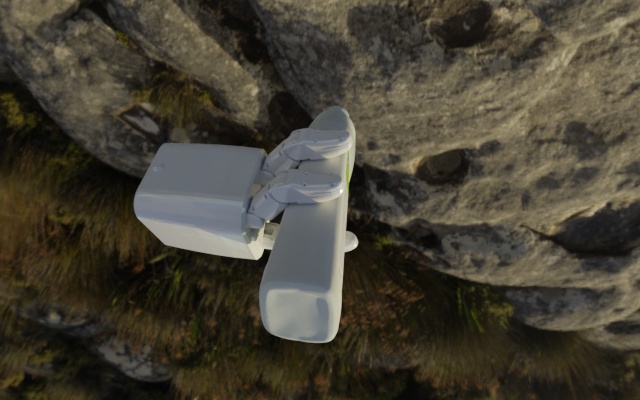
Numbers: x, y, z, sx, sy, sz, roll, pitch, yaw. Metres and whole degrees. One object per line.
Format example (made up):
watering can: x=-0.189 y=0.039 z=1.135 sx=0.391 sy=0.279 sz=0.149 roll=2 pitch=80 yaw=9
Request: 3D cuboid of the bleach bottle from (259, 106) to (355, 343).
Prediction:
bleach bottle: x=0.000 y=0.002 z=0.472 sx=0.068 sy=0.250 sz=0.103 roll=7 pitch=-41 yaw=5
